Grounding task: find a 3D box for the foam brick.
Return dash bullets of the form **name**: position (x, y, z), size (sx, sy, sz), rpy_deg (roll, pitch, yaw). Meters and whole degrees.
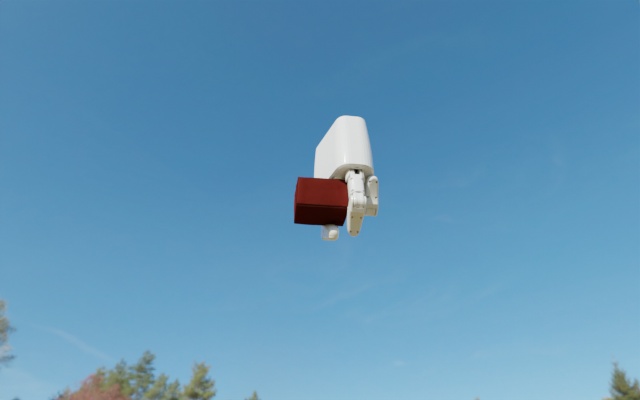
- **foam brick**: position (0.000, 0.002, 0.708), size (0.078, 0.051, 0.053), rpy_deg (4, -35, -8)
